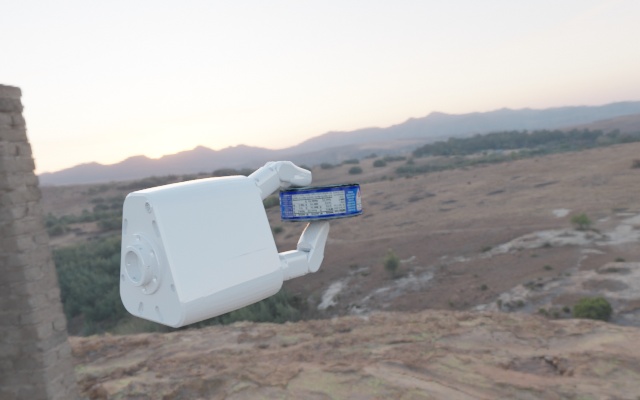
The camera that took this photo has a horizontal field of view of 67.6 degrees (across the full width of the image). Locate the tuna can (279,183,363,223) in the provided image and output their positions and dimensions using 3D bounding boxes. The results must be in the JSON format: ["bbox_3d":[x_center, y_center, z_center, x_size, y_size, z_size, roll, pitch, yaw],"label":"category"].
[{"bbox_3d":[0.000,0.001,0.498,0.086,0.034,0.086,-5,2,0],"label":"tuna can"}]
